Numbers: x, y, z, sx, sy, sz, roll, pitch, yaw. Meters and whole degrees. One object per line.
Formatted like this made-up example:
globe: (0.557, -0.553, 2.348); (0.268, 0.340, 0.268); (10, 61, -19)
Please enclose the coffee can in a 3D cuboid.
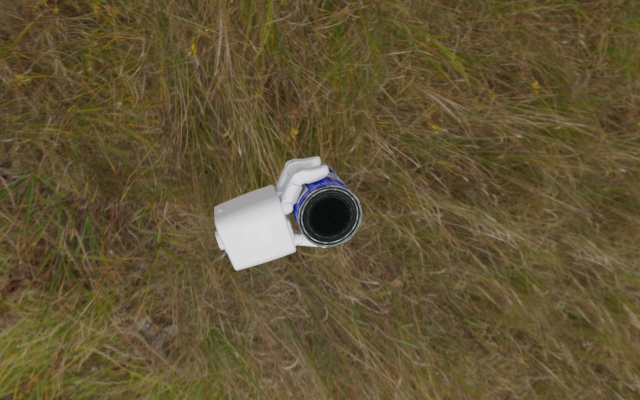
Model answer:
coffee can: (0.000, 0.003, 0.796); (0.103, 0.103, 0.140); (0, 19, -13)
